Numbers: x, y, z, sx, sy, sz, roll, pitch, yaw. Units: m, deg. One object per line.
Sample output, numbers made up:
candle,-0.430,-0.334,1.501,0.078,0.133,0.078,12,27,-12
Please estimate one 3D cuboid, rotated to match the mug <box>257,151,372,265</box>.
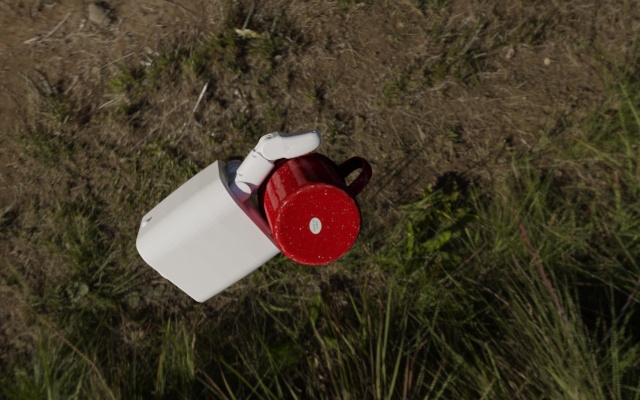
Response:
mug,0.001,0.001,0.451,0.117,0.093,0.081,-36,25,2
